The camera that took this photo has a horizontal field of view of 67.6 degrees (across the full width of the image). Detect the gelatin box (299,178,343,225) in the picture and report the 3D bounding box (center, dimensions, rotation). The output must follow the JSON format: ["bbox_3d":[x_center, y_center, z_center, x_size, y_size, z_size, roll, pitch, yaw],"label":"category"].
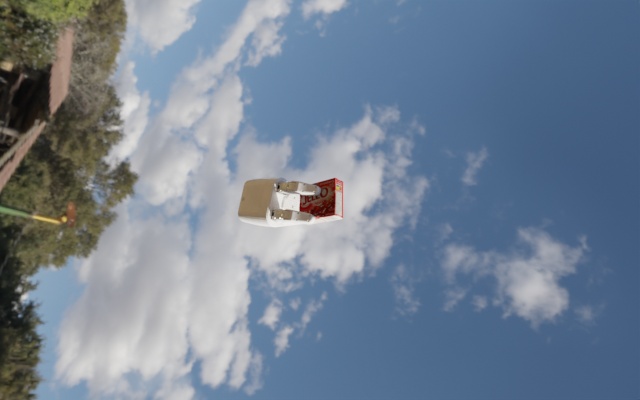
[{"bbox_3d":[0.001,0.003,0.895,0.089,0.073,0.030,-12,-22,37],"label":"gelatin box"}]
